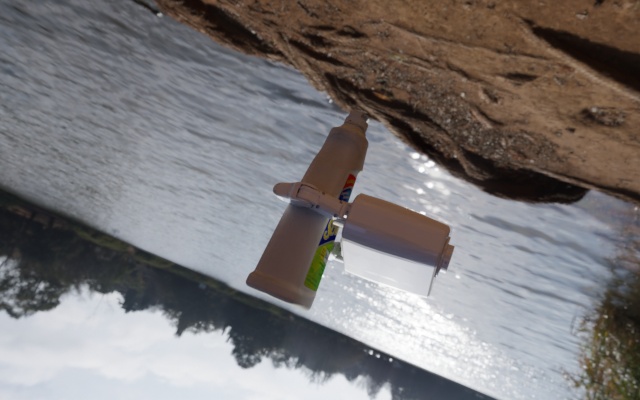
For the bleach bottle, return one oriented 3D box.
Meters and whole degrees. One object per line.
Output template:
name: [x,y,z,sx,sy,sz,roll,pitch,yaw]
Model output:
bleach bottle: [0.000,0.002,0.574,0.068,0.250,0.103,19,-14,18]
